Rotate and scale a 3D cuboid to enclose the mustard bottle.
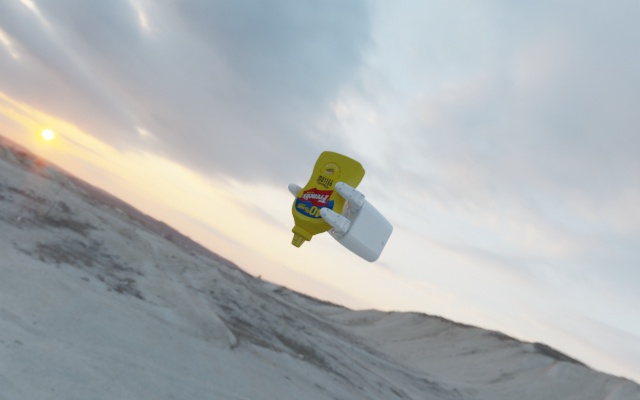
[{"bbox_3d":[0.000,0.003,0.894,0.096,0.191,0.058,23,-14,30],"label":"mustard bottle"}]
